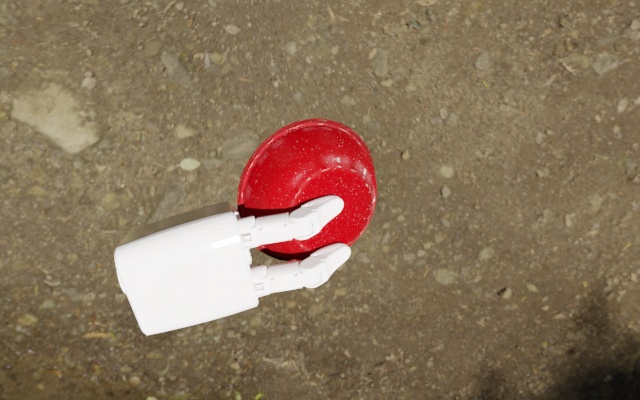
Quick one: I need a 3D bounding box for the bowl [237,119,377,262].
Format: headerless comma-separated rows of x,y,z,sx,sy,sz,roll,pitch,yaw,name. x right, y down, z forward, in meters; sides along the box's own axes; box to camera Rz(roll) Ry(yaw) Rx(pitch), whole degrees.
0.001,0.001,0.488,0.162,0.162,0.055,0,21,-28,bowl
